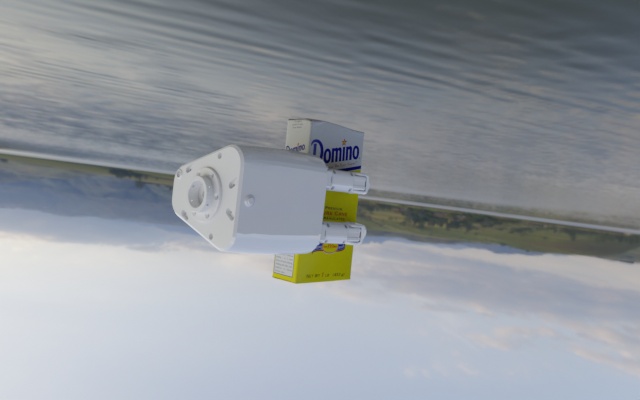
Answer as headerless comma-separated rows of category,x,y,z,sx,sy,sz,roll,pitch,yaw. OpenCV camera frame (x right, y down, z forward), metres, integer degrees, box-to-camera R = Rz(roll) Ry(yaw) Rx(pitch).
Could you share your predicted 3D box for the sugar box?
sugar box,0.000,0.002,0.541,0.048,0.176,0.093,9,3,43
